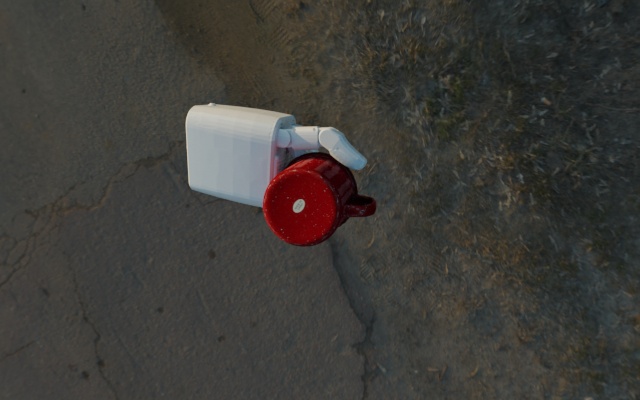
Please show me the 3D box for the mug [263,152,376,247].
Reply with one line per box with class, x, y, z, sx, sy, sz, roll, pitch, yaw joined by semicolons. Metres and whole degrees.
mug;0.001;0.002;0.503;0.117;0.093;0.081;10;14;9
